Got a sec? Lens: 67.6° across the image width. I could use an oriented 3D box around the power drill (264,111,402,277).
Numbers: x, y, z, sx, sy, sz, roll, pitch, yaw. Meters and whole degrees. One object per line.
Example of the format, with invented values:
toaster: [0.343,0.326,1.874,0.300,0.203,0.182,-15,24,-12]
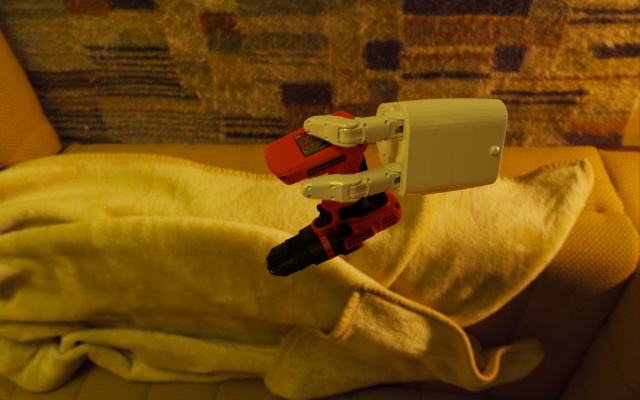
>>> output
power drill: [0.000,0.001,0.548,0.184,0.057,0.188,-28,-39,-6]
